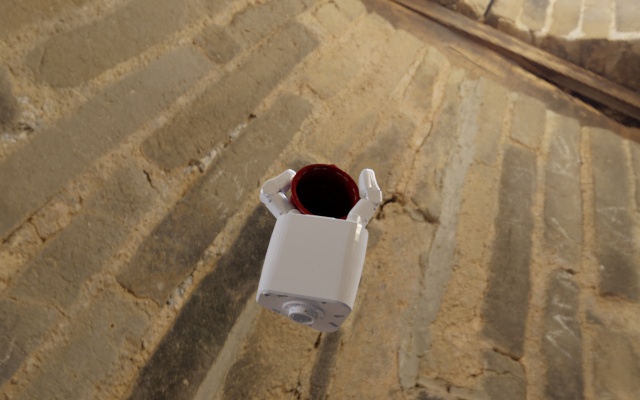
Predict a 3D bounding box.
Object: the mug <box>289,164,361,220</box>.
[{"bbox_3d":[0.000,0.001,0.650,0.093,0.117,0.081,19,-37,-5],"label":"mug"}]
